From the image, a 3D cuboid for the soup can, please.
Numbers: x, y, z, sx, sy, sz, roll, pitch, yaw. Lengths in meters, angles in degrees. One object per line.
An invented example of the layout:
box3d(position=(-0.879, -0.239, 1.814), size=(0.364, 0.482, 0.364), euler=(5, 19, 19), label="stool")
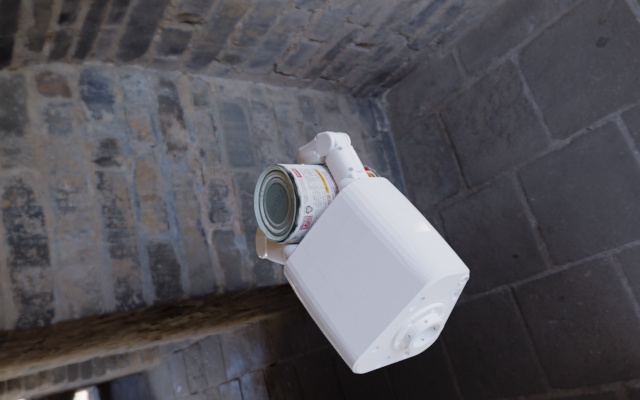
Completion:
box3d(position=(0.000, 0.001, 0.431), size=(0.102, 0.068, 0.068), euler=(-2, 1, -39), label="soup can")
